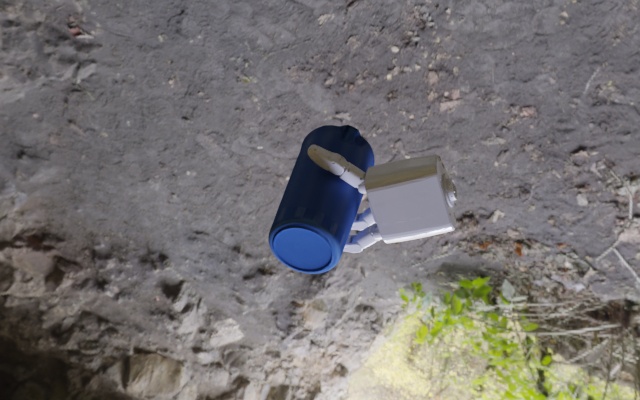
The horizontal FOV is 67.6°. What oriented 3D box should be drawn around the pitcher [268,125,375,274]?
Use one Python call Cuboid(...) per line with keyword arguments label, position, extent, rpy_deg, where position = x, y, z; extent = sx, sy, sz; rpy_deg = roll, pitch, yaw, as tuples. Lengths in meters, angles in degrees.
Cuboid(label="pitcher", position=(0.000, 0.002, 0.766), extent=(0.145, 0.149, 0.242), rpy_deg=(-10, 35, 25))
